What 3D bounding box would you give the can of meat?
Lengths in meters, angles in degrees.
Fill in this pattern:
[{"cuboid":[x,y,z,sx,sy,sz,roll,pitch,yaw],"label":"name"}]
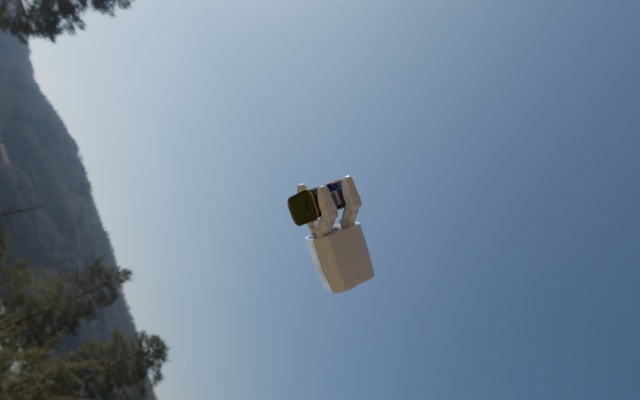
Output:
[{"cuboid":[0.000,0.003,0.877,0.084,0.057,0.102,-19,-3,-30],"label":"can of meat"}]
